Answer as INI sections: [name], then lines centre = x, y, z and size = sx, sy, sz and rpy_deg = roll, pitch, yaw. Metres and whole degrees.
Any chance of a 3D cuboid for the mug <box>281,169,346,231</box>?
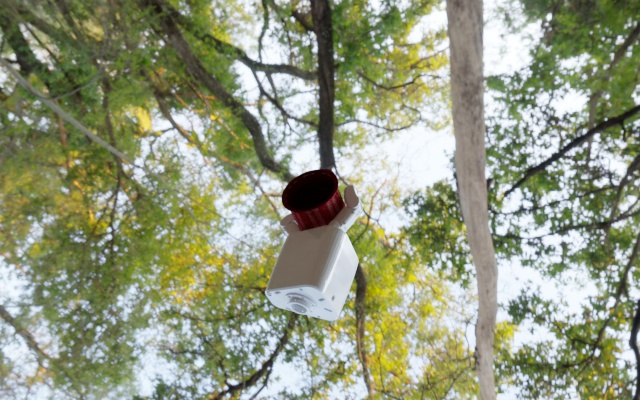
[mug]
centre = 0.001, 0.002, 0.761
size = 0.093, 0.117, 0.082
rpy_deg = 0, -43, 27
